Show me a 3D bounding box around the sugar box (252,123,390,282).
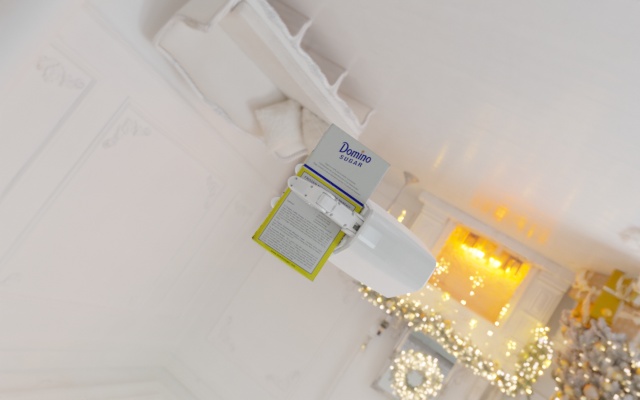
[{"bbox_3d":[0.000,0.002,0.602,0.093,0.176,0.048,36,-7,-6],"label":"sugar box"}]
